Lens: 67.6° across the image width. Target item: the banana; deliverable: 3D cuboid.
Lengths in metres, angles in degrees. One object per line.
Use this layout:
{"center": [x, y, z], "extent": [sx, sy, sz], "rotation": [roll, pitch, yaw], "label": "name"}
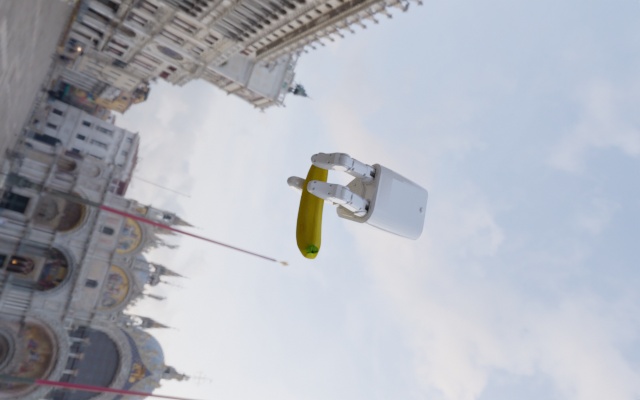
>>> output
{"center": [-0.009, 0.015, 0.713], "extent": [0.037, 0.197, 0.070], "rotation": [22, -45, -20], "label": "banana"}
